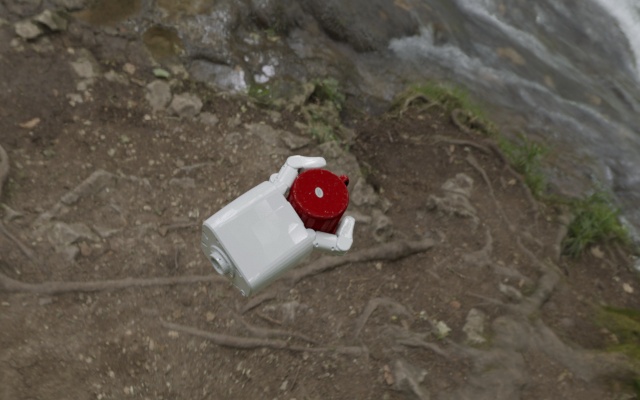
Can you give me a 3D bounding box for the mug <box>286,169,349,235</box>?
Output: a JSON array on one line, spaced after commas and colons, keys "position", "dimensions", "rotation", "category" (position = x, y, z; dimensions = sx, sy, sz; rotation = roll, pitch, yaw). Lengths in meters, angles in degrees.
[{"position": [0.001, 0.001, 0.685], "dimensions": [0.117, 0.093, 0.081], "rotation": [-36, -14, -30], "category": "mug"}]
